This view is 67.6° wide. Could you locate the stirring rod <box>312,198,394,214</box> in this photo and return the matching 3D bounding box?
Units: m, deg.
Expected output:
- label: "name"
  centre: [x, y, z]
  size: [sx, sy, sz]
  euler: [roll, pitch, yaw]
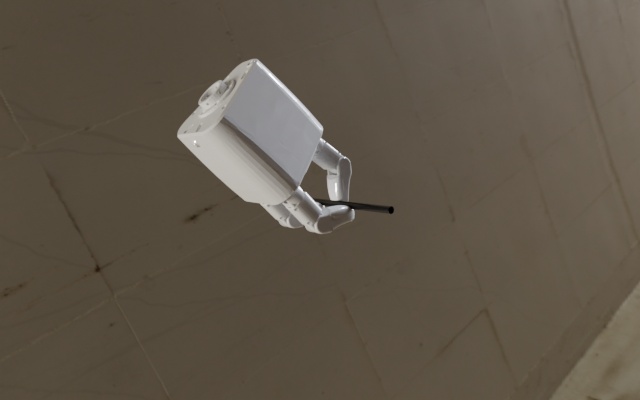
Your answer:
- label: "stirring rod"
  centre: [0.000, 0.002, 0.582]
  size: [0.011, 0.011, 0.239]
  euler: [0, 4, -37]
